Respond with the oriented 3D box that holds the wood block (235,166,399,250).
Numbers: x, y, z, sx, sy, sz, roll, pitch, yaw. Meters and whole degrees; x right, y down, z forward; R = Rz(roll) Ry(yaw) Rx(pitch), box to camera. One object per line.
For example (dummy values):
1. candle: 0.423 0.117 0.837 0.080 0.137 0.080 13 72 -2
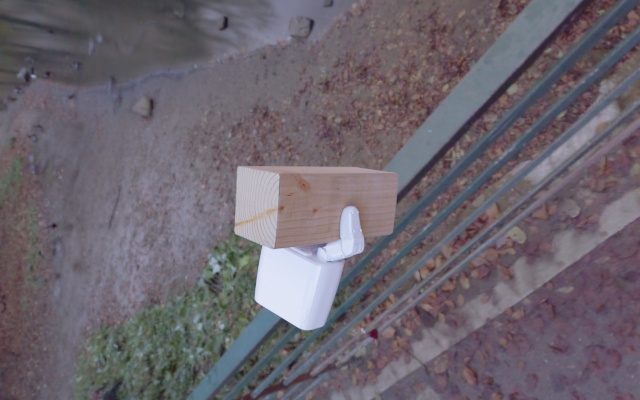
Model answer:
1. wood block: 0.000 0.003 0.636 0.206 0.090 0.091 -3 12 -41
